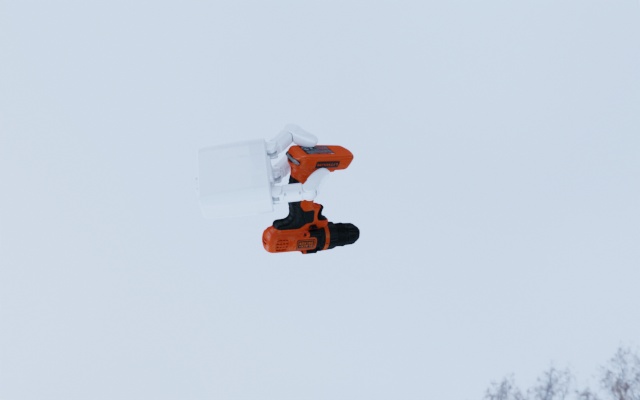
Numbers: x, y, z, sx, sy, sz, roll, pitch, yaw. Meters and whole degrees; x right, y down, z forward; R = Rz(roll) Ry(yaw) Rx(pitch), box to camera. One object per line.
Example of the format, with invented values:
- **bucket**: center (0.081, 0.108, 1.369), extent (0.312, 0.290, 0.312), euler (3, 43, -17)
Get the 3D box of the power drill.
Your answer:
- **power drill**: center (0.000, 0.002, 0.800), extent (0.184, 0.188, 0.057), euler (-3, 26, -29)
